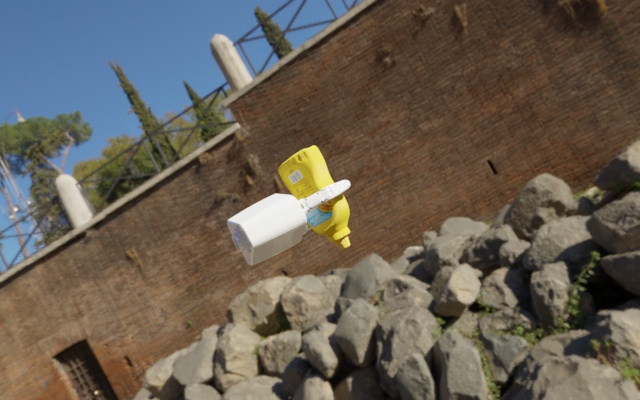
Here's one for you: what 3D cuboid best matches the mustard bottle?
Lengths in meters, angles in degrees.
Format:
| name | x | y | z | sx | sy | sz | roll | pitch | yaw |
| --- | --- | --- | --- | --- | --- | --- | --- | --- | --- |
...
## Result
| name | x | y | z | sx | sy | sz | roll | pitch | yaw |
| --- | --- | --- | --- | --- | --- | --- | --- | --- | --- |
| mustard bottle | 0.000 | 0.003 | 0.876 | 0.058 | 0.191 | 0.096 | -26 | -4 | -46 |
